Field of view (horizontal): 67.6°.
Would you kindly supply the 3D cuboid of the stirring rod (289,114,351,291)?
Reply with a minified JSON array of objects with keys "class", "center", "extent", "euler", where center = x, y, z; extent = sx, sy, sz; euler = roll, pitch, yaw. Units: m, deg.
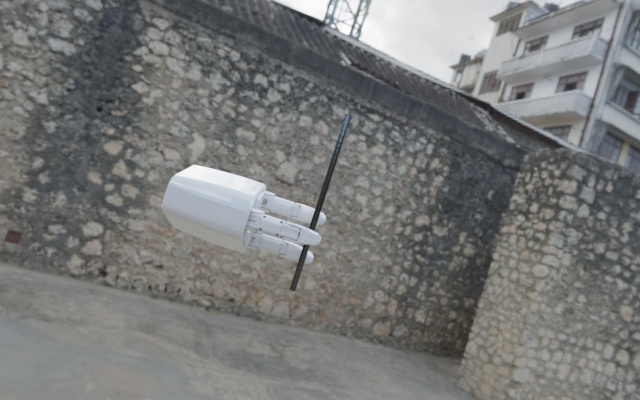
[{"class":"stirring rod","center":[0.000,0.002,0.624],"extent":[0.011,0.239,0.011],"euler":[18,-3,1]}]
